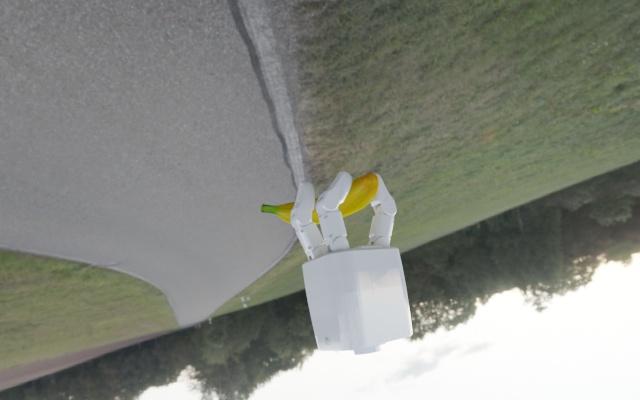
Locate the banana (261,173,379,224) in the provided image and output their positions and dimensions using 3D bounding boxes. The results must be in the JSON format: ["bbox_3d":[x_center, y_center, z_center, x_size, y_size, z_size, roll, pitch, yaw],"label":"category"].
[{"bbox_3d":[0.010,0.005,0.631,0.198,0.037,0.069,-17,-18,39],"label":"banana"}]
